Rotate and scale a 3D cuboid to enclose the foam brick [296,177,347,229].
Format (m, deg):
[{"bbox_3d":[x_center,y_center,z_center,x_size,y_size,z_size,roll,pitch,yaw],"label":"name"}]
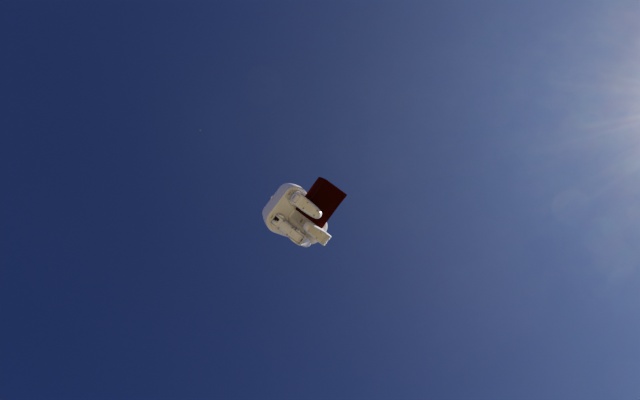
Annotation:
[{"bbox_3d":[0.000,0.003,0.874,0.053,0.078,0.051,38,-2,-15],"label":"foam brick"}]
